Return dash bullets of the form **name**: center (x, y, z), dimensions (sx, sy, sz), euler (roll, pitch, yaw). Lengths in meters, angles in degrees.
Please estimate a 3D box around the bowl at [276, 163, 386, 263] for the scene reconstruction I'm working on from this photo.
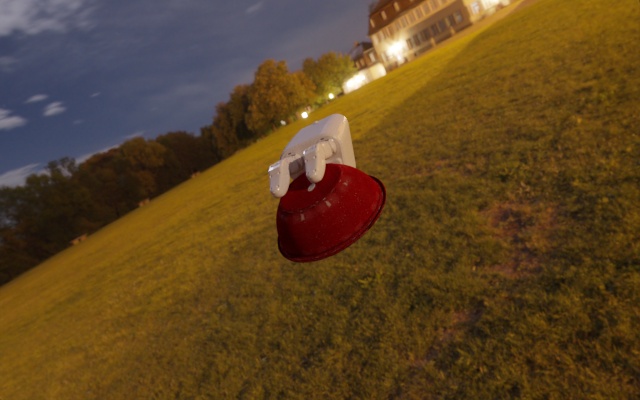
- **bowl**: center (0.000, 0.002, 0.611), dimensions (0.162, 0.055, 0.162), euler (-25, 31, 16)
